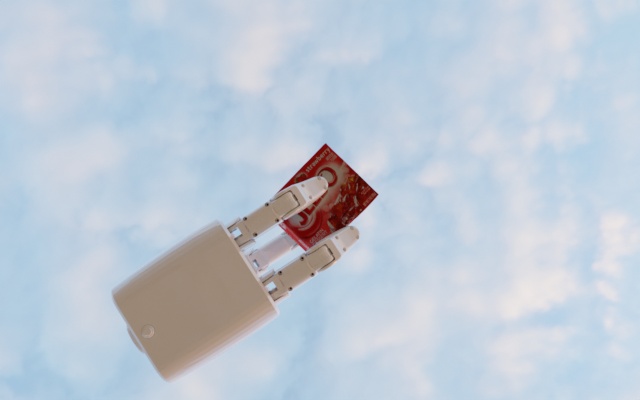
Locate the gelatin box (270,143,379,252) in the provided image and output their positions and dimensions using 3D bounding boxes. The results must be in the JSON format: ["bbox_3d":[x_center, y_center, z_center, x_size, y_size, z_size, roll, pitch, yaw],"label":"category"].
[{"bbox_3d":[0.000,0.001,0.461,0.089,0.073,0.030,-46,0,-18],"label":"gelatin box"}]
